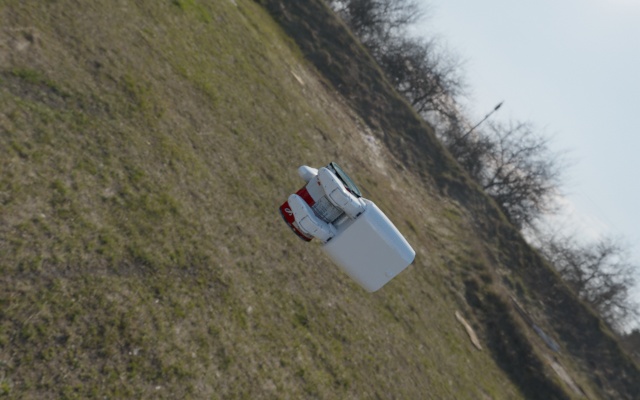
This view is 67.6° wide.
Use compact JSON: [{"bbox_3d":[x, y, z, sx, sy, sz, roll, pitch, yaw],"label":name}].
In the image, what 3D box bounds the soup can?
[{"bbox_3d":[0.000,0.002,0.685,0.102,0.068,0.068,-41,-10,12],"label":"soup can"}]
